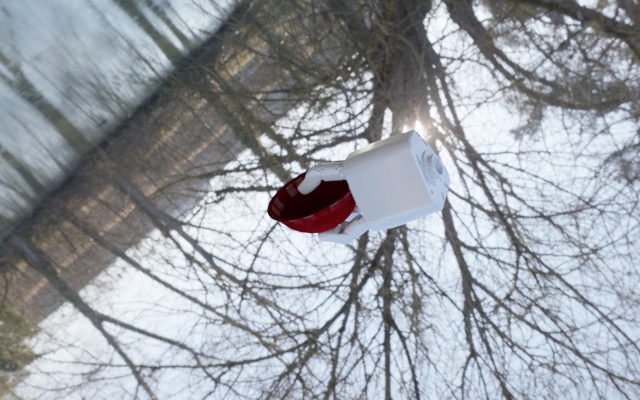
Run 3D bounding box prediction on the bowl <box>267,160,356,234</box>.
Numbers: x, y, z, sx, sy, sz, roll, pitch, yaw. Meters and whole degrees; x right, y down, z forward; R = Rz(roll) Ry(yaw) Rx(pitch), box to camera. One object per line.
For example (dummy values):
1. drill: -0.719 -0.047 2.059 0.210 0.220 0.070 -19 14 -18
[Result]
1. bowl: -0.001 0.003 0.744 0.162 0.055 0.162 -21 26 11
